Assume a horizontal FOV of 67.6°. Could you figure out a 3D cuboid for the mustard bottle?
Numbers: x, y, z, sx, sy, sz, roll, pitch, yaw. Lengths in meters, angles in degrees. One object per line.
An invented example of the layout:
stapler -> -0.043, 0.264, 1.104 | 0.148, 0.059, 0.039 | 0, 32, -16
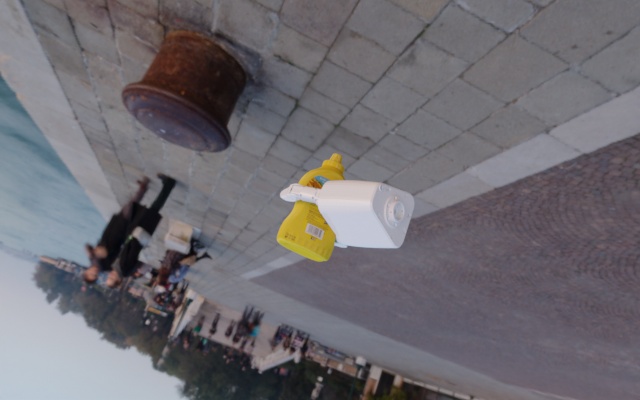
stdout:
mustard bottle -> 0.000, 0.003, 0.836 | 0.096, 0.191, 0.058 | 27, -20, -18
